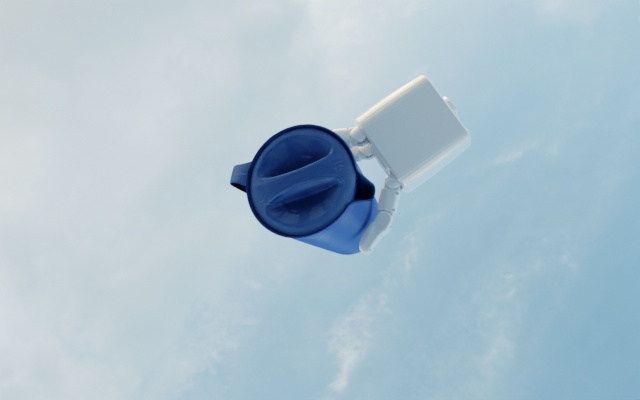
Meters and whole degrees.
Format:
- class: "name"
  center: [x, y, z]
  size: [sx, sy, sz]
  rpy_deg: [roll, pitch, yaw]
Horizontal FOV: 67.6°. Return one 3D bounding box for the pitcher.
- class: "pitcher"
  center: [0.000, 0.002, 0.643]
  size: [0.145, 0.149, 0.243]
  rpy_deg: [-37, -22, 5]
